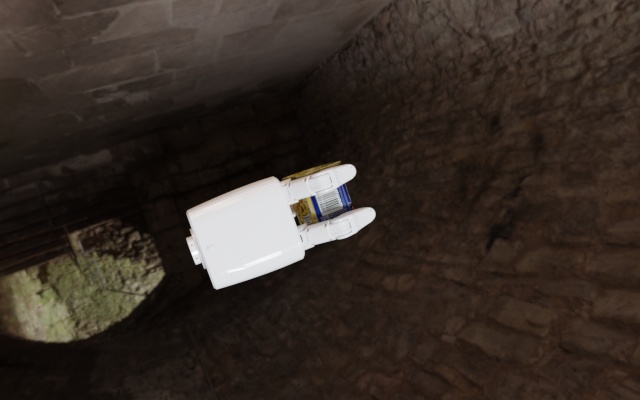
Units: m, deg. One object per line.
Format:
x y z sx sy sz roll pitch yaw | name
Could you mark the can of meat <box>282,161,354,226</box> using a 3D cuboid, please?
0.000 0.002 0.589 0.057 0.084 0.102 -21 6 -17 | can of meat
